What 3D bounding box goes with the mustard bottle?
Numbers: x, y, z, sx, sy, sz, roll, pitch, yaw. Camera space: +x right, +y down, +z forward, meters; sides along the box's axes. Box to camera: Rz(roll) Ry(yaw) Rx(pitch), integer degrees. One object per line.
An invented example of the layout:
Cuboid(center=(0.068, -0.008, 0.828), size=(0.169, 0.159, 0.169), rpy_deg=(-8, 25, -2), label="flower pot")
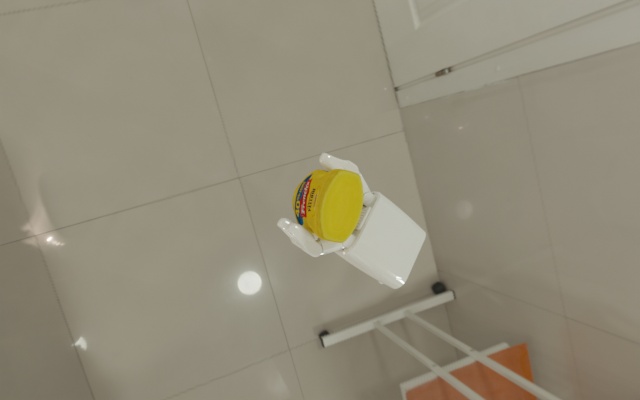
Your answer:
Cuboid(center=(0.000, 0.002, 0.704), size=(0.058, 0.096, 0.191), rpy_deg=(12, 0, -18), label="mustard bottle")
